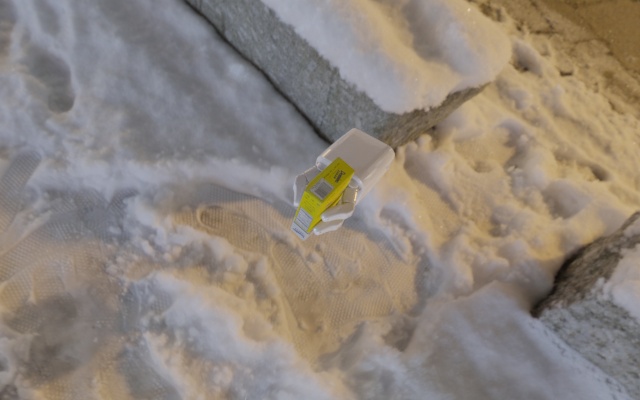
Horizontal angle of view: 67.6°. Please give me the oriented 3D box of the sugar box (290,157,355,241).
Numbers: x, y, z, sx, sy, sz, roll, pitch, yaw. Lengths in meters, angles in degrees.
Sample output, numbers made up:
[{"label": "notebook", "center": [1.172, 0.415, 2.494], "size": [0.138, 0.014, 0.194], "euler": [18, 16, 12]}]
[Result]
[{"label": "sugar box", "center": [0.001, 0.003, 0.872], "size": [0.093, 0.048, 0.176], "euler": [-44, -12, -26]}]
